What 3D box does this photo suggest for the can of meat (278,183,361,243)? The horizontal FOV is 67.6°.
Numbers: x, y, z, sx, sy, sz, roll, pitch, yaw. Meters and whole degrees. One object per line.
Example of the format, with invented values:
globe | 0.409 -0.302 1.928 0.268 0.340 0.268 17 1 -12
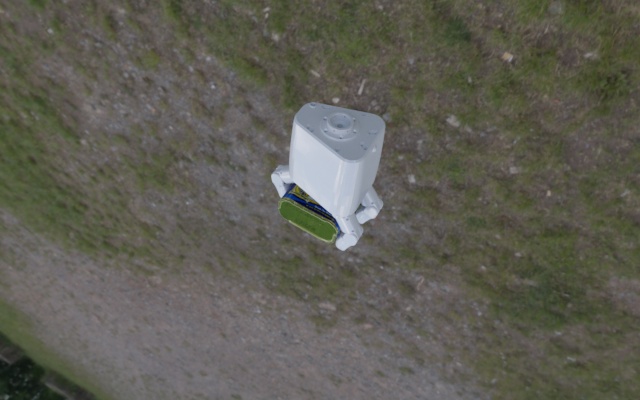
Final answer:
can of meat | 0.000 0.002 0.698 0.102 0.084 0.057 28 -35 11
